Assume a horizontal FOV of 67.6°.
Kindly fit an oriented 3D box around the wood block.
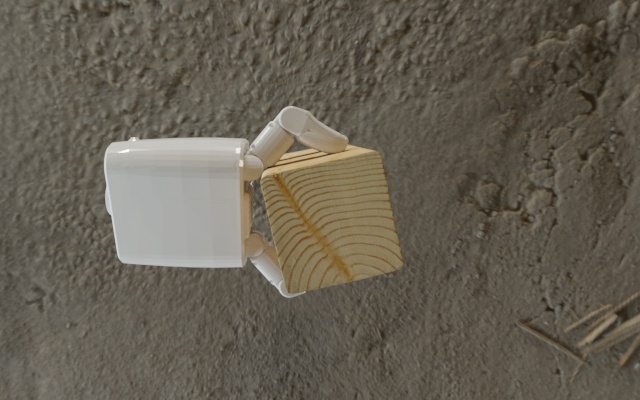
[{"bbox_3d":[0.000,0.002,0.439,0.090,0.091,0.206,-13,10,-3],"label":"wood block"}]
